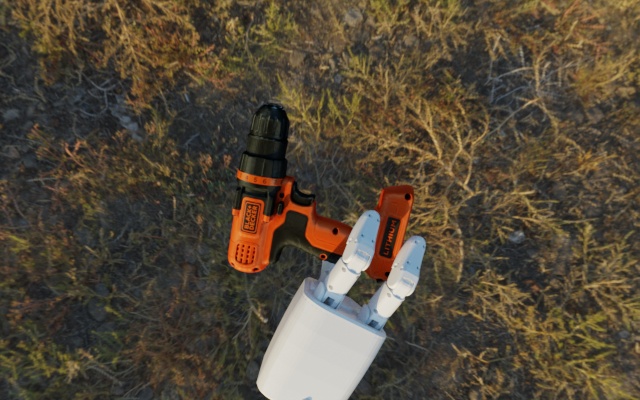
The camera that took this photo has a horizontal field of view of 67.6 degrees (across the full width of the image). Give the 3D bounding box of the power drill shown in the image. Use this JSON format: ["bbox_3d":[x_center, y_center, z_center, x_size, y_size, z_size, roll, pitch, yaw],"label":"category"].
[{"bbox_3d":[0.000,0.002,0.512,0.187,0.184,0.057,12,13,5],"label":"power drill"}]
